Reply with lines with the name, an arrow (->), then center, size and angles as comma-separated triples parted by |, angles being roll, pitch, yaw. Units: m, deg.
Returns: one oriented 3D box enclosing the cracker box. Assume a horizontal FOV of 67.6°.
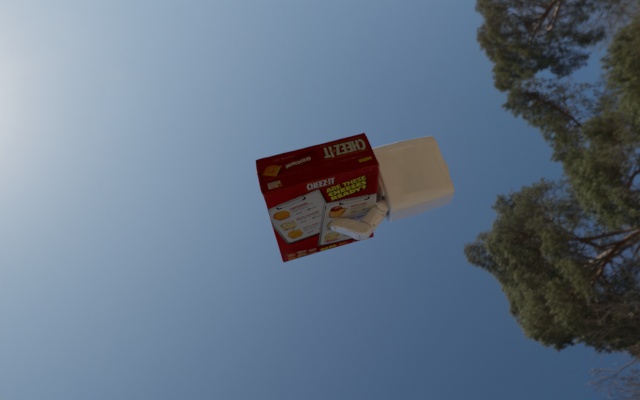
cracker box -> 0.000, 0.003, 0.739 | 0.164, 0.072, 0.214 | -15, -32, -5
